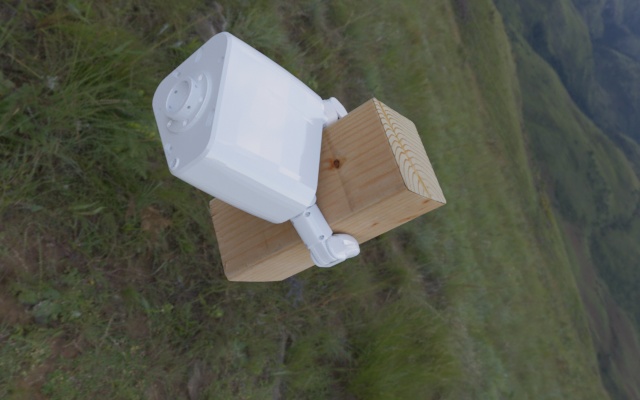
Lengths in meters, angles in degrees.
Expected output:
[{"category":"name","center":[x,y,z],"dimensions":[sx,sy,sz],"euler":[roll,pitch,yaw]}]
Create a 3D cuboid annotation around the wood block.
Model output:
[{"category":"wood block","center":[0.000,0.002,0.467],"dimensions":[0.206,0.090,0.090],"euler":[-28,-23,28]}]
